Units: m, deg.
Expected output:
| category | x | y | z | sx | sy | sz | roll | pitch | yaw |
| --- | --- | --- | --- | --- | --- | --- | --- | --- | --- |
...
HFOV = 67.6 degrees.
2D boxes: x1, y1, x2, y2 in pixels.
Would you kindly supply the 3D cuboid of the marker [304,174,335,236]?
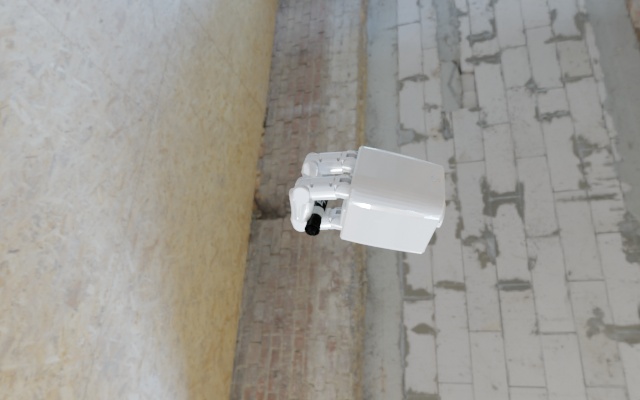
| category | x | y | z | sx | sy | sz | roll | pitch | yaw |
| --- | --- | --- | --- | --- | --- | --- | --- | --- | --- |
| marker | 0.000 | 0.002 | 0.608 | 0.020 | 0.020 | 0.121 | 0 | 37 | 13 |
